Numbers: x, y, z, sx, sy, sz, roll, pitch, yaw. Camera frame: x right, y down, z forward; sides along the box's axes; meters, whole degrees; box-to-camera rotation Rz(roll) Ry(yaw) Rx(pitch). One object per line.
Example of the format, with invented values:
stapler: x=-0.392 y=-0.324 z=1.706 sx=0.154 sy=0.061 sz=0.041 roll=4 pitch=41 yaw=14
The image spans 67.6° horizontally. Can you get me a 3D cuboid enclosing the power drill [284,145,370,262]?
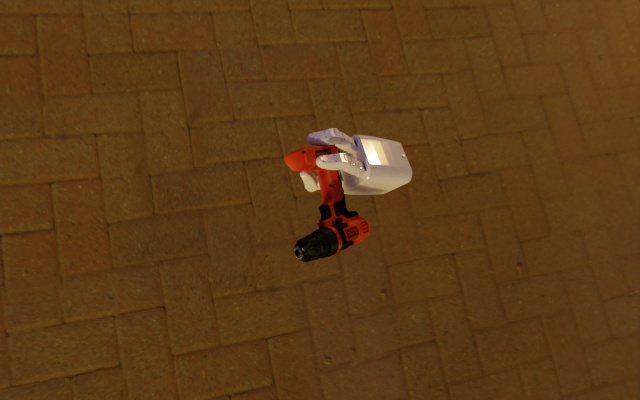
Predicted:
power drill: x=0.000 y=0.002 z=0.824 sx=0.057 sy=0.187 sz=0.184 roll=-18 pitch=-1 yaw=39
